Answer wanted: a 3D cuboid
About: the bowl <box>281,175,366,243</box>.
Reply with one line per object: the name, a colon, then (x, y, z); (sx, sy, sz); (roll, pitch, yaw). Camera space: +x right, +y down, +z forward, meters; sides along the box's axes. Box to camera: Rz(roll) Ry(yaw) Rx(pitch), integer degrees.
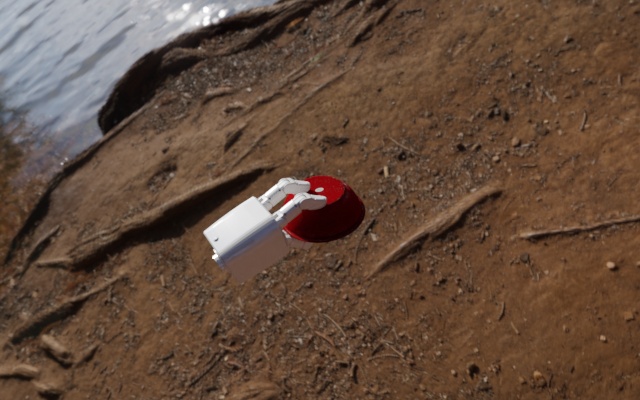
bowl: (0.001, 0.002, 0.870); (0.162, 0.055, 0.162); (-4, 38, 3)
